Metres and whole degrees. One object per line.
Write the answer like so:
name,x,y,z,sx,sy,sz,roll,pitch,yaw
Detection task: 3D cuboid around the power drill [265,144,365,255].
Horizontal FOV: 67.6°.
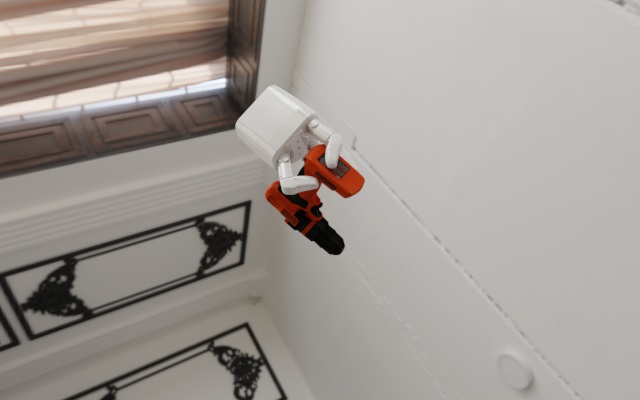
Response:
power drill,0.000,0.002,0.845,0.057,0.184,0.188,-49,0,-41
